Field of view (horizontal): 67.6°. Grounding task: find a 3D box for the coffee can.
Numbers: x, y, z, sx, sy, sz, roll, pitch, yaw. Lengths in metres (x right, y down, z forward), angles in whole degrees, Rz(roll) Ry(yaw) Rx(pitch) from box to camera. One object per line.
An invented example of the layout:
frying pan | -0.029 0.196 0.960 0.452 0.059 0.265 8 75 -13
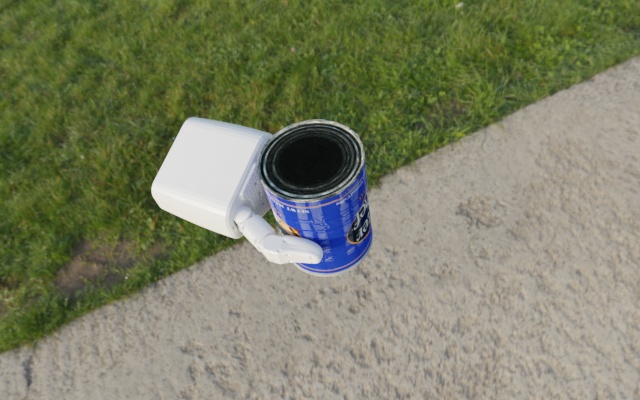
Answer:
coffee can | 0.000 0.002 0.500 0.103 0.102 0.140 0 -37 10
